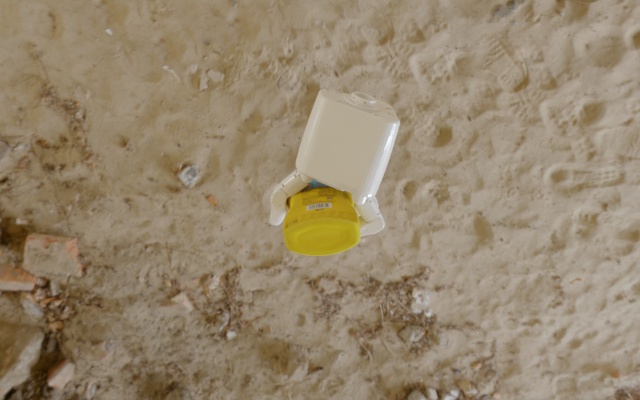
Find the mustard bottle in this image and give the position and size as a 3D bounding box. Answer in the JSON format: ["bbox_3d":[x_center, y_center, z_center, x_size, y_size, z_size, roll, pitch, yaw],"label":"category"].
[{"bbox_3d":[0.000,0.003,0.668,0.096,0.058,0.191,-8,27,3],"label":"mustard bottle"}]
